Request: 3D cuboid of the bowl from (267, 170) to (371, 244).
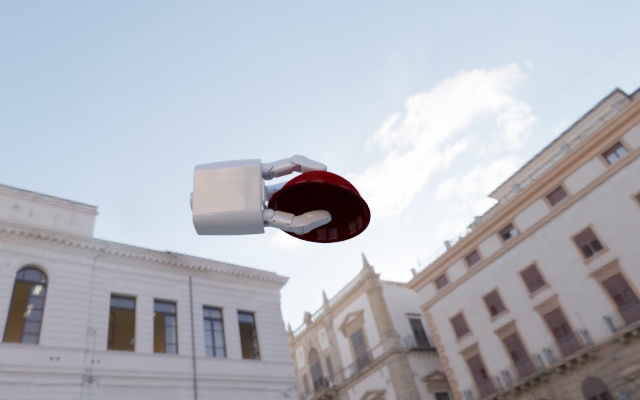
[{"bbox_3d":[0.001,0.002,0.753,0.162,0.055,0.162,4,-38,3],"label":"bowl"}]
